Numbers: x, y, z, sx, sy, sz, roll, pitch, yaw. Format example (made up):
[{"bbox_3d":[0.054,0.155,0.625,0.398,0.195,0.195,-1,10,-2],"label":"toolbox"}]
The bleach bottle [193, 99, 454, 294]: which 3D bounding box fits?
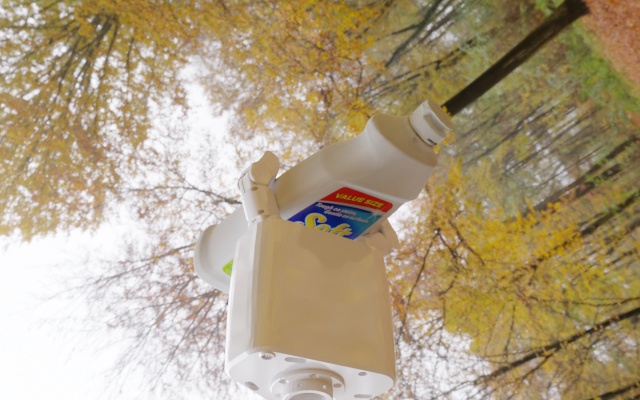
[{"bbox_3d":[0.000,0.001,0.413,0.102,0.068,0.251,32,-55,-28],"label":"bleach bottle"}]
